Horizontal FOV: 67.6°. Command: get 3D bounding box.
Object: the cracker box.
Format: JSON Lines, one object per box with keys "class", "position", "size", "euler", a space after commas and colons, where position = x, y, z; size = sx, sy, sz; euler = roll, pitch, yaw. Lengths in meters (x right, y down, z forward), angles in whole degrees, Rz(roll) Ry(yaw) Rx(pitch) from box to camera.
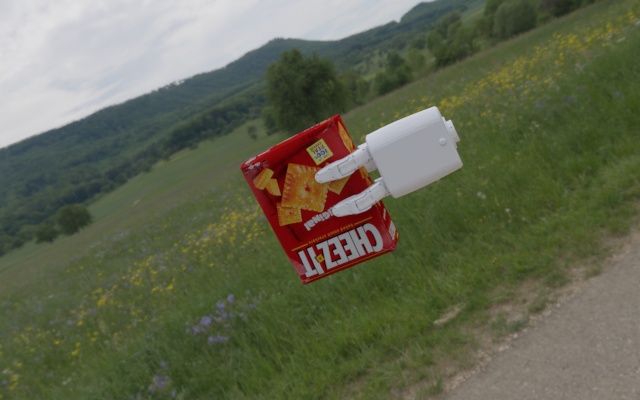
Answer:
{"class": "cracker box", "position": [0.000, 0.002, 0.729], "size": [0.164, 0.214, 0.072], "euler": [-24, 10, 18]}
